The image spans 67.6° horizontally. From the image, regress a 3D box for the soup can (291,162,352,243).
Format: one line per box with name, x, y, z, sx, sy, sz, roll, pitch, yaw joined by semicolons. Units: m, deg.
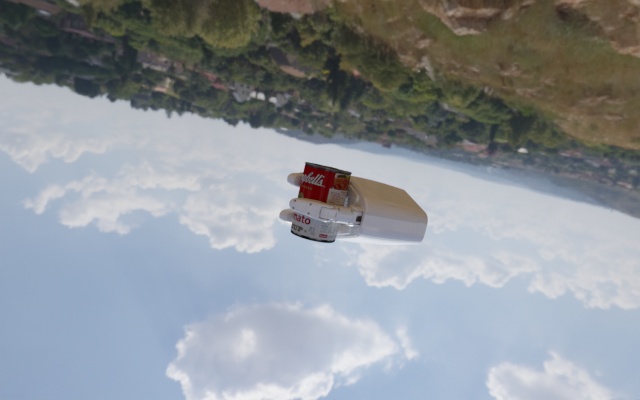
soup can;0.000;0.002;0.675;0.068;0.102;0.068;13;7;-2
